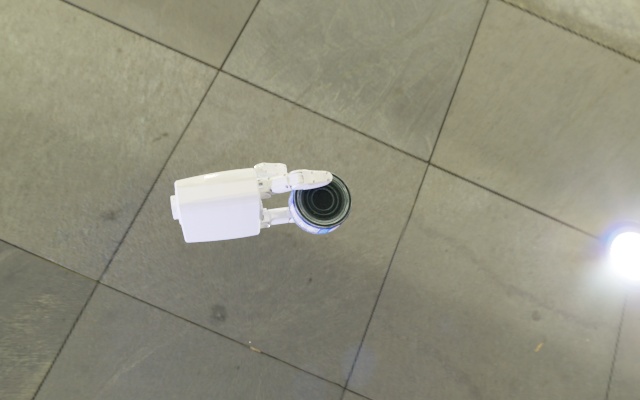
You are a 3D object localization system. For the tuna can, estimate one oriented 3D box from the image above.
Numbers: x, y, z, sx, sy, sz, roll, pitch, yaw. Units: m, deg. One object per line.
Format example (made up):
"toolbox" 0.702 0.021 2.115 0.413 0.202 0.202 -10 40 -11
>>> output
"tuna can" 0.000 0.002 0.667 0.086 0.086 0.034 0 -17 -14
